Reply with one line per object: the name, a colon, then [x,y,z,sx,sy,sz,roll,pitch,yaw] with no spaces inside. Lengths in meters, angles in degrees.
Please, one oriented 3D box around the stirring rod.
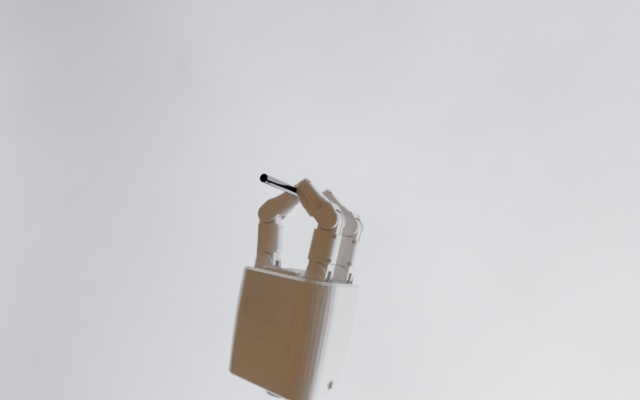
stirring rod: [0.000,0.002,0.510,0.011,0.011,0.239,0,-10,24]
